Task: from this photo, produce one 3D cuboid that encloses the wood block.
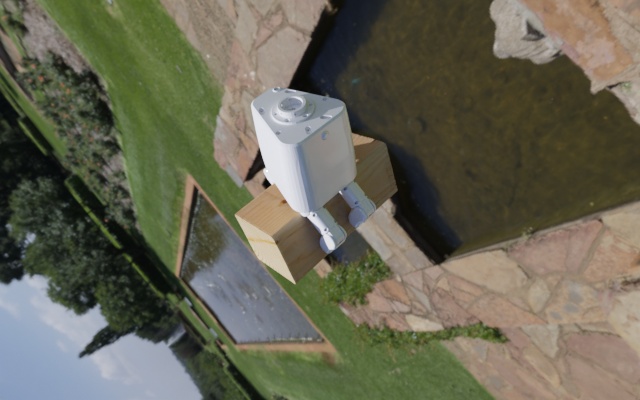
[{"bbox_3d":[0.000,0.002,0.658,0.206,0.090,0.090,-40,40,-23],"label":"wood block"}]
